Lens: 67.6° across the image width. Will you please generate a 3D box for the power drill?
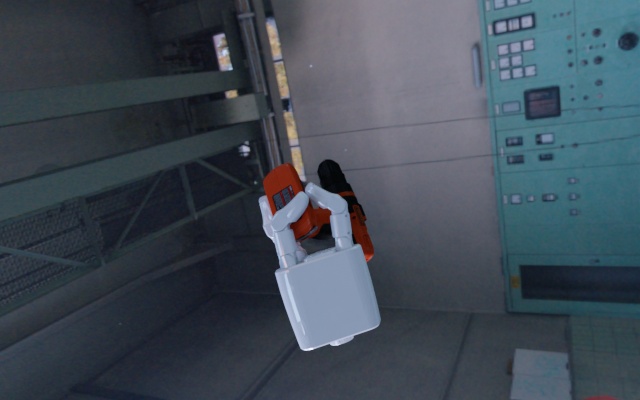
[{"bbox_3d":[0.000,0.003,0.710,0.057,0.184,0.188,-34,-26,26],"label":"power drill"}]
